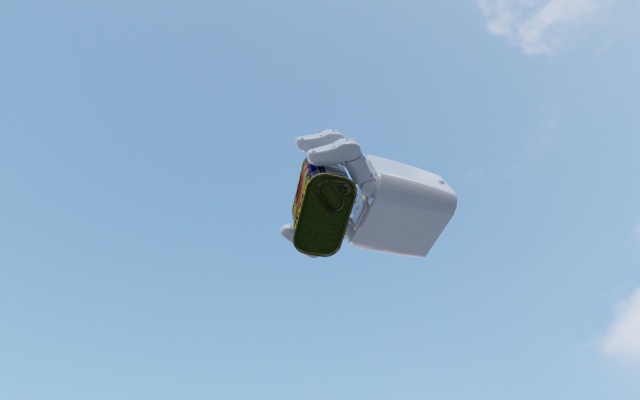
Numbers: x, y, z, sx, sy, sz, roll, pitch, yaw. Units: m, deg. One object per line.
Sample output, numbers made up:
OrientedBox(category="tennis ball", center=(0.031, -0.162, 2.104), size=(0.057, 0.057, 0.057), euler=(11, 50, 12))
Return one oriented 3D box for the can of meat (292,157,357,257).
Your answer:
OrientedBox(category="can of meat", center=(0.000, 0.002, 0.571), size=(0.057, 0.102, 0.084), euler=(10, 22, -11))
